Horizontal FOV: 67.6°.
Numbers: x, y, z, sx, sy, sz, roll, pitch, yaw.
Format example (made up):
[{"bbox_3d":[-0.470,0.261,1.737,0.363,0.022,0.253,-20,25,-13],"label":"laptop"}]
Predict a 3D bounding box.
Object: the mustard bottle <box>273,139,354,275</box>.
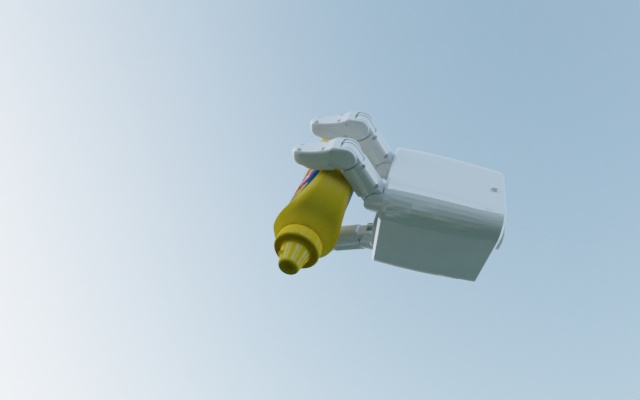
[{"bbox_3d":[0.000,0.001,0.463,0.058,0.096,0.191,32,38,-6],"label":"mustard bottle"}]
